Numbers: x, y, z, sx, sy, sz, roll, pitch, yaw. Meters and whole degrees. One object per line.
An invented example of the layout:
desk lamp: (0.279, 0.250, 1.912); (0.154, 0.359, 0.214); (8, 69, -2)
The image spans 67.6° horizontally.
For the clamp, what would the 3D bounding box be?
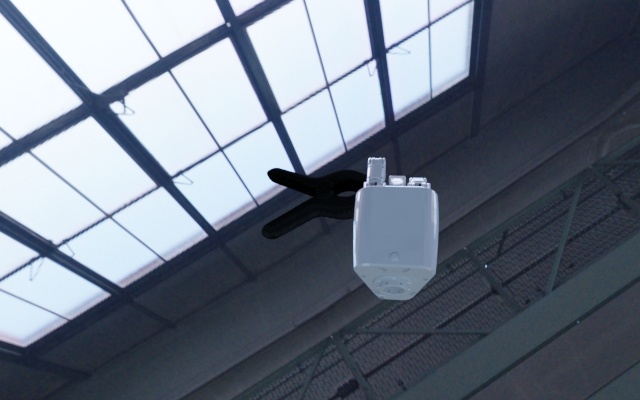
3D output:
clamp: (0.000, 0.002, 0.638); (0.171, 0.120, 0.039); (-1, -35, 14)
